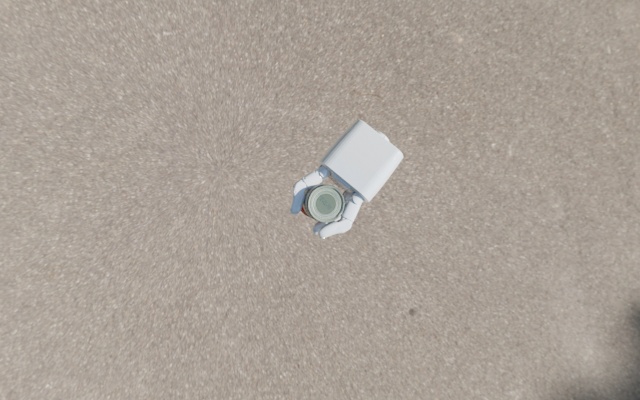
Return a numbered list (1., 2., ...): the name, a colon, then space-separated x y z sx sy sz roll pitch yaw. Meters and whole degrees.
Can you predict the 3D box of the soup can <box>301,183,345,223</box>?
1. soup can: 0.000 0.003 0.861 0.068 0.068 0.102 0 4 -12
